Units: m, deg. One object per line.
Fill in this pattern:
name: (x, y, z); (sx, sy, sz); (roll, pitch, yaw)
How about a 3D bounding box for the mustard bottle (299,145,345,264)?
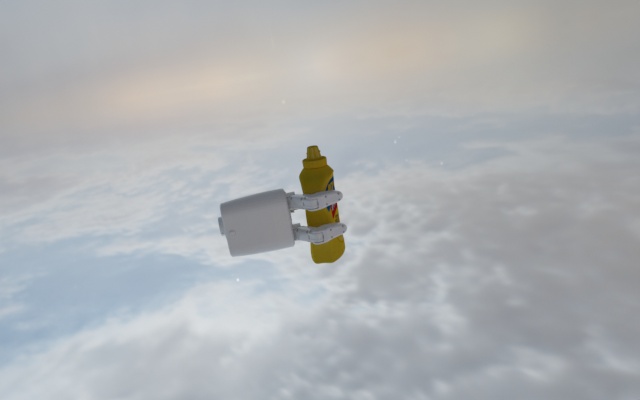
mustard bottle: (0.001, 0.003, 0.804); (0.058, 0.192, 0.096); (-5, 16, 15)
